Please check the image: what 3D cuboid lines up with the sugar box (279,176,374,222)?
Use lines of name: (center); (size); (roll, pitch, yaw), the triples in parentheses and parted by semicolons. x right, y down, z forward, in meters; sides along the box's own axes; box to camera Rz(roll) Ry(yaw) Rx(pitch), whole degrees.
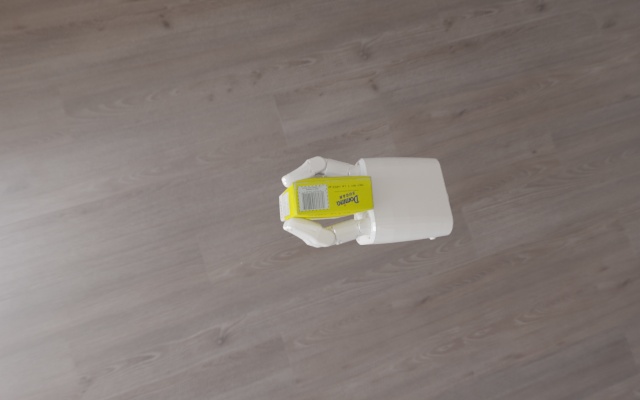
sugar box: (0.000, 0.003, 0.623); (0.093, 0.048, 0.176); (-3, -7, -10)
